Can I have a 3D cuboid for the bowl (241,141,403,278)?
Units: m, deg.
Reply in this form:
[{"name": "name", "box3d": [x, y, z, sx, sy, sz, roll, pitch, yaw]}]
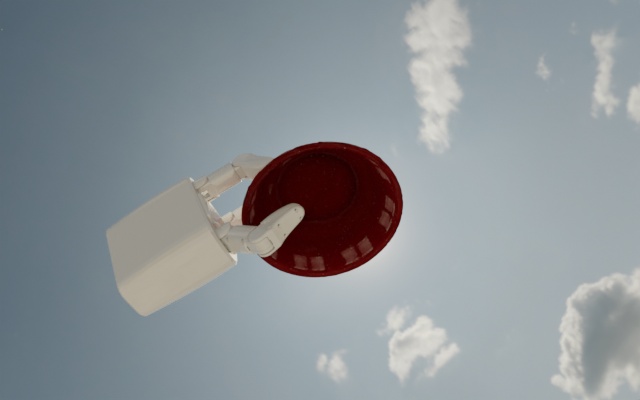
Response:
[{"name": "bowl", "box3d": [0.001, 0.001, 0.494, 0.162, 0.162, 0.055, 0, 33, -9]}]
